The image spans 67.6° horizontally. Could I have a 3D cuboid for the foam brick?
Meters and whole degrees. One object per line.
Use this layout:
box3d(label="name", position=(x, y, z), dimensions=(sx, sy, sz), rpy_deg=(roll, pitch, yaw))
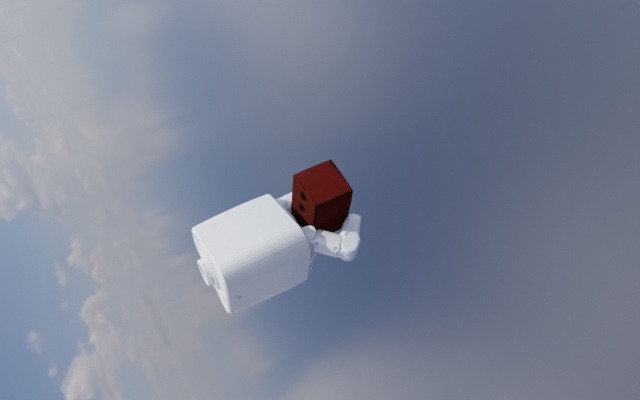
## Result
box3d(label="foam brick", position=(0.000, 0.002, 0.569), dimensions=(0.051, 0.053, 0.078), rpy_deg=(-22, -33, -21))
